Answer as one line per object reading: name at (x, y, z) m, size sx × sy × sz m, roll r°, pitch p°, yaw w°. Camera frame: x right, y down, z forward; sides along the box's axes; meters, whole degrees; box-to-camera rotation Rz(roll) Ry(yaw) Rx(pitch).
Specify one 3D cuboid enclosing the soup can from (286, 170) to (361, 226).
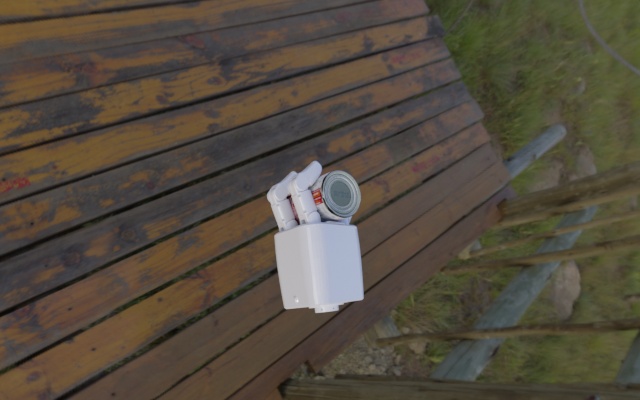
soup can at (0.000, 0.002, 0.677) m, size 0.068 × 0.068 × 0.102 m, roll 0°, pitch -13°, yaw -36°
